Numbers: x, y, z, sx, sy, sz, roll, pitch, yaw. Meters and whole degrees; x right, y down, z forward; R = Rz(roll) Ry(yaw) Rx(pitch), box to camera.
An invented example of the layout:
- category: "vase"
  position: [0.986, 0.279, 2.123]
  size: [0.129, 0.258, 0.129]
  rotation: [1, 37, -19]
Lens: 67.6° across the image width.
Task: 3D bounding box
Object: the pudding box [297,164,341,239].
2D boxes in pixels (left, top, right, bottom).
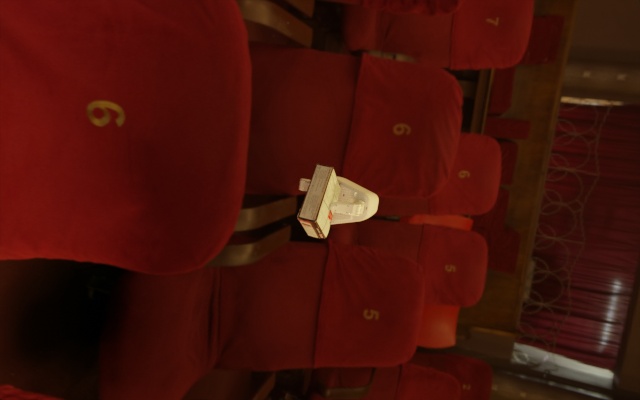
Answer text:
- category: "pudding box"
  position: [0.000, 0.003, 0.876]
  size: [0.039, 0.113, 0.090]
  rotation: [10, -22, 17]
